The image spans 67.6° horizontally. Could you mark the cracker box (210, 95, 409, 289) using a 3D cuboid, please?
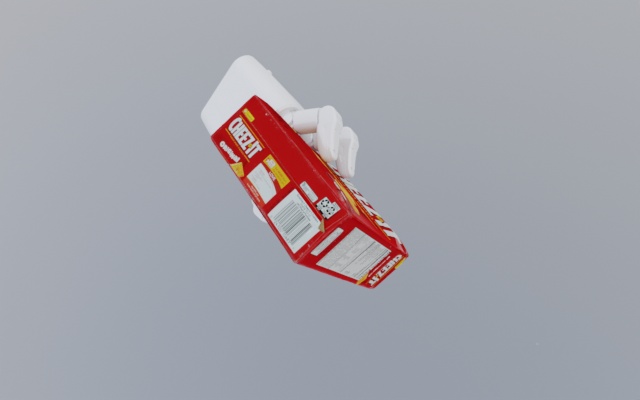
[{"bbox_3d":[0.000,0.002,0.514,0.072,0.164,0.214,-42,-27,8],"label":"cracker box"}]
